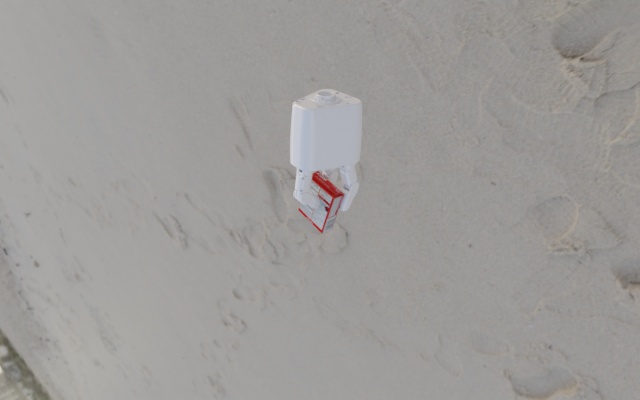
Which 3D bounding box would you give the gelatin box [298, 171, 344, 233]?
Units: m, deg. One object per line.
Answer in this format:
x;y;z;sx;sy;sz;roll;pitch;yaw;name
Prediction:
0.000;0.003;0.868;0.030;0.089;0.073;-19;50;-39;gelatin box
